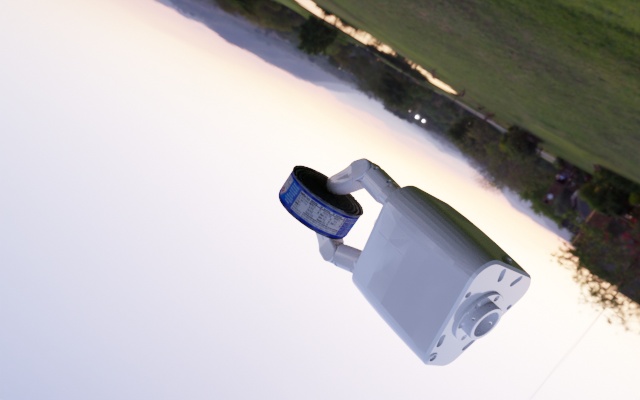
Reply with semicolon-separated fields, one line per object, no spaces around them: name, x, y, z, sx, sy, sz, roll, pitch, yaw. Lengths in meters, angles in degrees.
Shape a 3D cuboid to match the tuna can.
tuna can;0.000;0.002;0.491;0.086;0.034;0.086;31;18;-11
